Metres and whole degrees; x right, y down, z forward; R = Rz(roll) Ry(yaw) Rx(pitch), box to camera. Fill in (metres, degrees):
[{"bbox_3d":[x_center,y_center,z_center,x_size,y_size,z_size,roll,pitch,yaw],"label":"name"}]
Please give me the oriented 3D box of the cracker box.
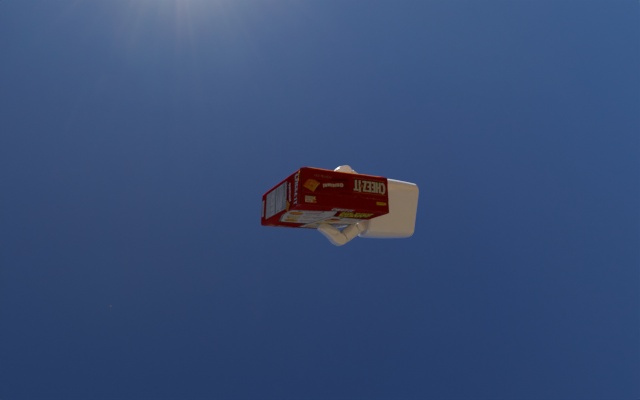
[{"bbox_3d":[0.000,0.003,0.868,0.164,0.072,0.214,5,-13,-23],"label":"cracker box"}]
